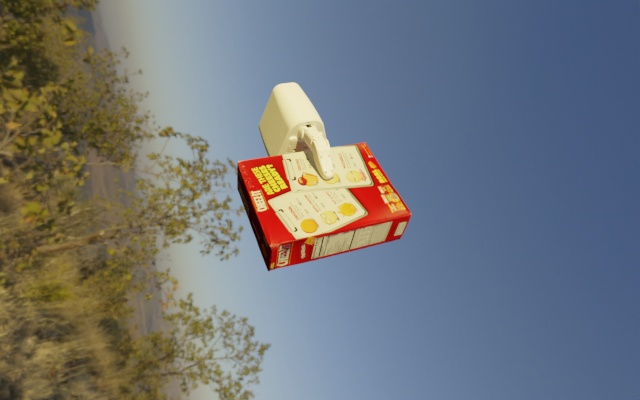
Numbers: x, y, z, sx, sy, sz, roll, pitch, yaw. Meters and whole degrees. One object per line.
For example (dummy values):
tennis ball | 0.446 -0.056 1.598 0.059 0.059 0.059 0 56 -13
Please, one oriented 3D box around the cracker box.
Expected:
cracker box | 0.000 0.002 0.712 0.213 0.164 0.072 -12 -39 -19
